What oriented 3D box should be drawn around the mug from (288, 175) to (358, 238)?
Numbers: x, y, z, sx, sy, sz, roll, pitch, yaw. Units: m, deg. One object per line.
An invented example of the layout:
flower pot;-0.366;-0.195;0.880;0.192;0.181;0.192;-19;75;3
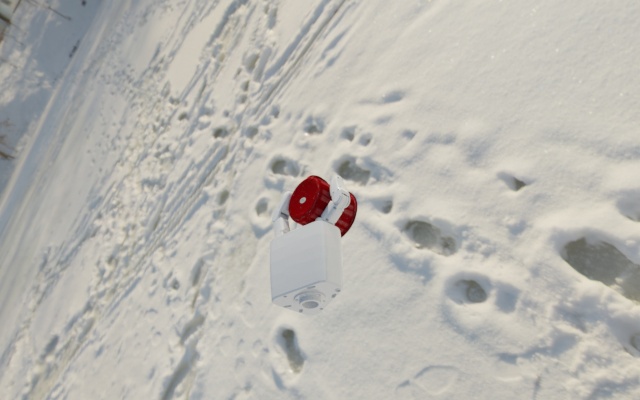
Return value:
mug;0.000;0.001;0.808;0.081;0.117;0.093;28;-50;-34
